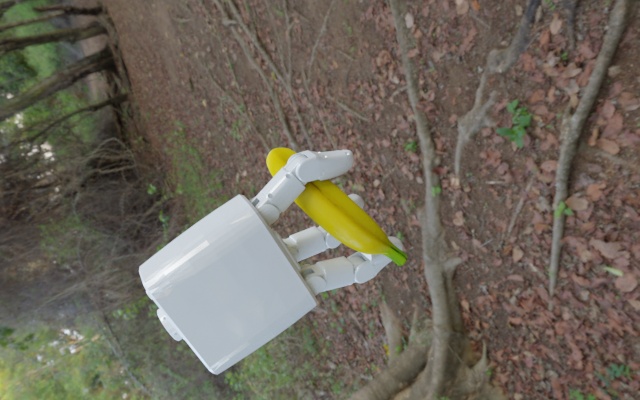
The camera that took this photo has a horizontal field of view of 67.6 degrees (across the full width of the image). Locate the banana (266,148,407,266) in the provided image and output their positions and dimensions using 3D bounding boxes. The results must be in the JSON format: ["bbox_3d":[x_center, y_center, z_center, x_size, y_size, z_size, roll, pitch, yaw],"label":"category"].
[{"bbox_3d":[-0.005,-0.005,0.451,0.197,0.037,0.070,43,-4,34],"label":"banana"}]
